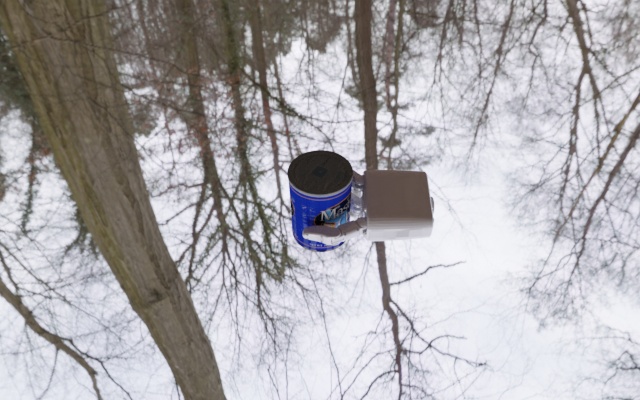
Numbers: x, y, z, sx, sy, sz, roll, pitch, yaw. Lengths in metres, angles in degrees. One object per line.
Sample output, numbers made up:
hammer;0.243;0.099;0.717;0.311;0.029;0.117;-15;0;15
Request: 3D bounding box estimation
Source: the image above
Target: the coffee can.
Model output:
coffee can;0.000;0.003;0.791;0.103;0.102;0.140;0;-44;1
